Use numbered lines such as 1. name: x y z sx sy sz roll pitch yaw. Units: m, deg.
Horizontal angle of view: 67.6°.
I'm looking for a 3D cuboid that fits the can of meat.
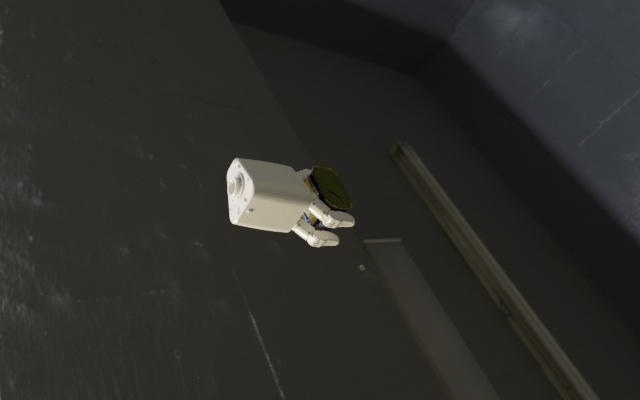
1. can of meat: 0.000 0.003 0.856 0.057 0.102 0.084 7 -46 -37
